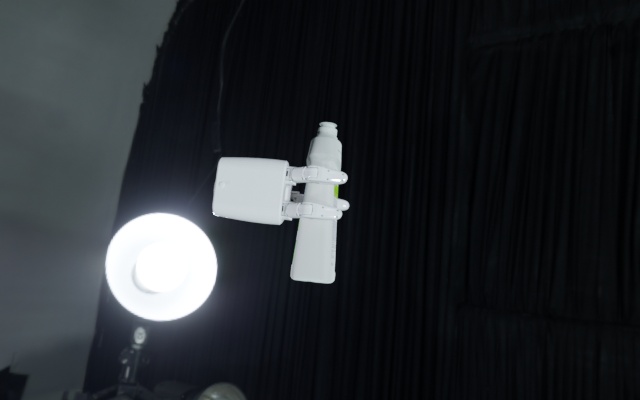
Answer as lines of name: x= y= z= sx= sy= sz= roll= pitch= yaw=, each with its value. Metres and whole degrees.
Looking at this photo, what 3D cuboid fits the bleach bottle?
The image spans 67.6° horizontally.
bleach bottle: x=0.000 y=0.003 z=0.762 sx=0.068 sy=0.251 sz=0.102 roll=5 pitch=-8 yaw=5
